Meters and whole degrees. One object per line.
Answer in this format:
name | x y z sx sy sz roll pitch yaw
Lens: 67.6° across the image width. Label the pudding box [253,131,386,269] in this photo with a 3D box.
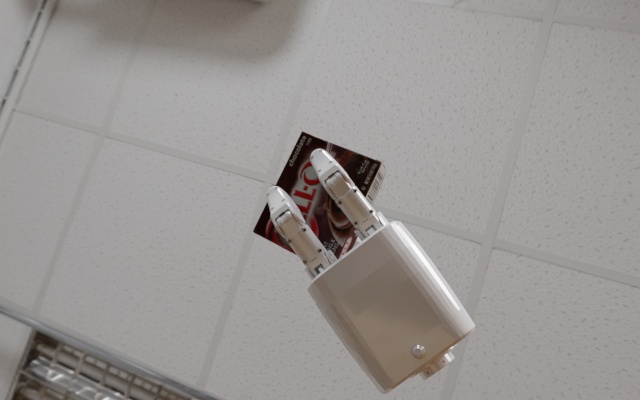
pudding box | 0.000 0.002 0.460 0.090 0.113 0.039 24 -6 22
